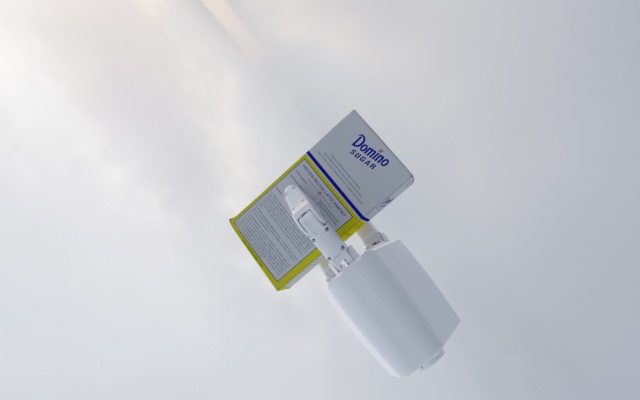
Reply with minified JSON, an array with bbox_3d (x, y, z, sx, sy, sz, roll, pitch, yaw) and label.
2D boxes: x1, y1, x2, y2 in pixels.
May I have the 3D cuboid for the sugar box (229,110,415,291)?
[{"bbox_3d":[0.000,0.002,0.491,0.176,0.093,0.048,-40,-14,6],"label":"sugar box"}]
